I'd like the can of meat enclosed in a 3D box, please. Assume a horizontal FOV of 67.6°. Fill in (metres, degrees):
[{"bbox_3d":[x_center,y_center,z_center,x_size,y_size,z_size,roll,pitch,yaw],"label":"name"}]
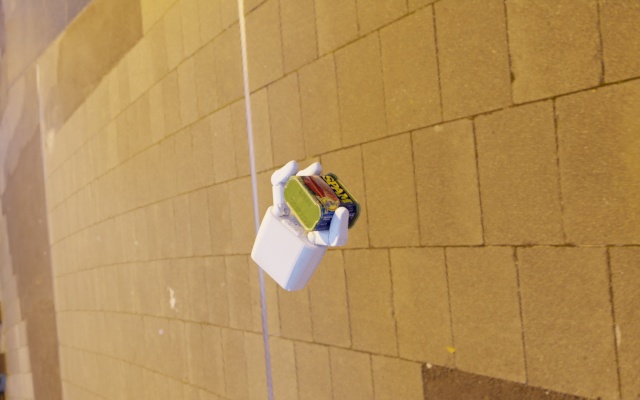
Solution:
[{"bbox_3d":[0.000,0.003,0.763,0.084,0.057,0.102,-4,44,-41],"label":"can of meat"}]
